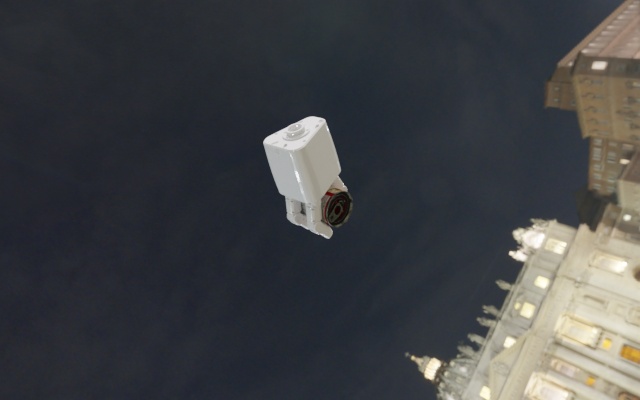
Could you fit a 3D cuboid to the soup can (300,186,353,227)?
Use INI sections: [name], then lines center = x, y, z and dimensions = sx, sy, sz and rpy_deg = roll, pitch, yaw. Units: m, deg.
[soup can]
center = 0.000, 0.003, 0.885
dimensions = 0.102, 0.068, 0.068
rpy_deg = 20, 14, 42
